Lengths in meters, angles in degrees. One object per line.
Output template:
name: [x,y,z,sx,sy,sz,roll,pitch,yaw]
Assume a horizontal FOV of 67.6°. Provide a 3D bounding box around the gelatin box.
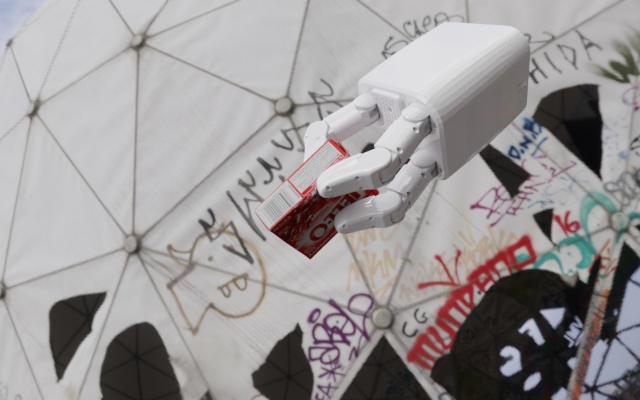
gelatin box: [0.000,0.001,0.405,0.030,0.089,0.073,48,3,36]
